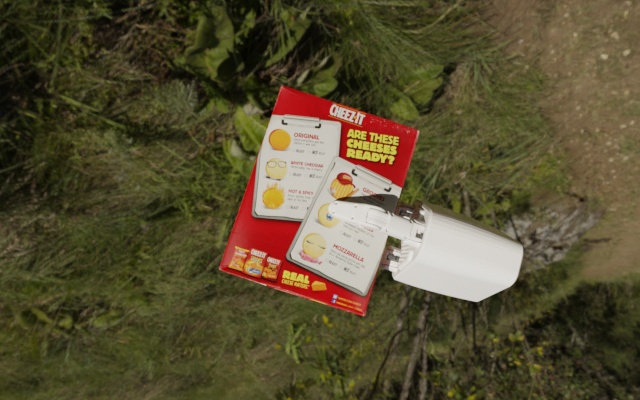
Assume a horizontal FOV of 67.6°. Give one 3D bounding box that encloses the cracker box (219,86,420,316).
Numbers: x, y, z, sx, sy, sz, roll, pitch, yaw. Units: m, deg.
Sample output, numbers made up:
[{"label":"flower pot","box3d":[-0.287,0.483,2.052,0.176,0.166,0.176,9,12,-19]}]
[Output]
[{"label":"cracker box","box3d":[0.000,0.002,0.543,0.164,0.213,0.072,18,-9,-2]}]
